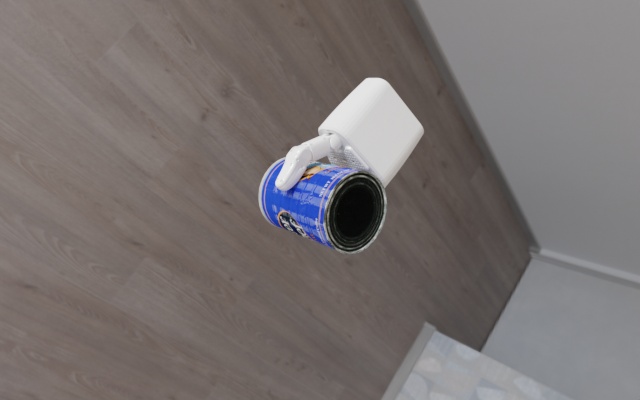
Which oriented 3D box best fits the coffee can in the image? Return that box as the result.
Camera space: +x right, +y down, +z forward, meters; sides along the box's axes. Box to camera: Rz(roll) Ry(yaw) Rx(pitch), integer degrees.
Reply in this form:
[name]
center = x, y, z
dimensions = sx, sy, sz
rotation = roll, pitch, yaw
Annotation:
[coffee can]
center = 0.000, 0.002, 0.619
dimensions = 0.103, 0.103, 0.140
rotation = 0, 11, -40
